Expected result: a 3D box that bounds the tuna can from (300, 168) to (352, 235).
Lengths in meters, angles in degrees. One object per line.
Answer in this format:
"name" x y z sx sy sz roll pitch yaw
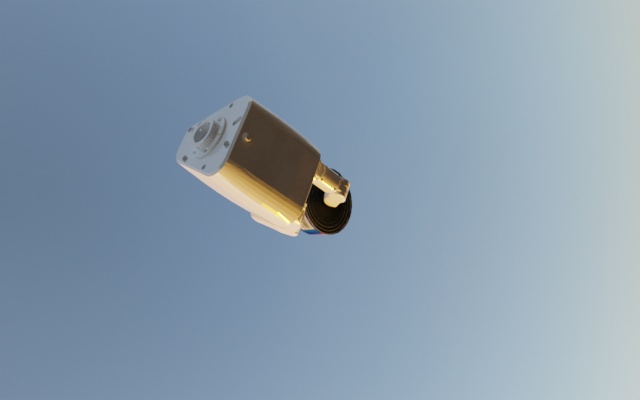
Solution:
"tuna can" 0.000 0.002 0.615 0.086 0.086 0.034 0 -5 -45
